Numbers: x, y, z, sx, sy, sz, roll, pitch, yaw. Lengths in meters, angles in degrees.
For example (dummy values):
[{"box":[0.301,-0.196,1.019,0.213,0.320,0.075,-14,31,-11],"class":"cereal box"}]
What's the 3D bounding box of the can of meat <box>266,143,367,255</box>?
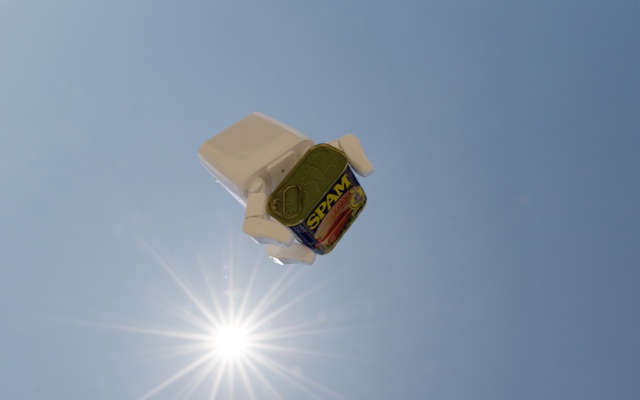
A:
[{"box":[0.000,0.002,0.539,0.057,0.102,0.084,31,-14,37],"class":"can of meat"}]
